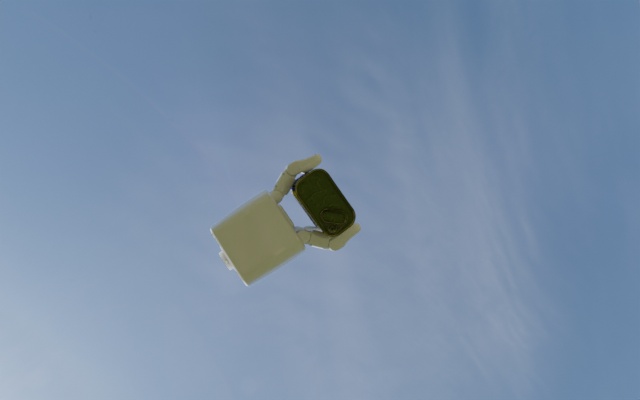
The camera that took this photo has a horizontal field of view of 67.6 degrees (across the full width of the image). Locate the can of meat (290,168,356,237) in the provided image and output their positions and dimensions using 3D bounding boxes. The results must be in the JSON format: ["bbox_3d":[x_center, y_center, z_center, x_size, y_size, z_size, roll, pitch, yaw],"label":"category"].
[{"bbox_3d":[0.000,0.002,0.738,0.057,0.102,0.084,-37,8,-8],"label":"can of meat"}]
